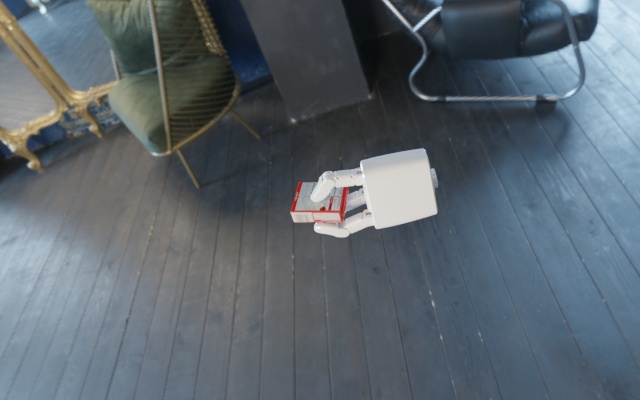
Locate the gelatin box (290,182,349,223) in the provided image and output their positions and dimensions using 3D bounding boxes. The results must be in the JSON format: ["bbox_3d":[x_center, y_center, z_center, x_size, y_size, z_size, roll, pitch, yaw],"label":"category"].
[{"bbox_3d":[0.000,0.002,0.816,0.089,0.073,0.030,0,-44,14],"label":"gelatin box"}]
